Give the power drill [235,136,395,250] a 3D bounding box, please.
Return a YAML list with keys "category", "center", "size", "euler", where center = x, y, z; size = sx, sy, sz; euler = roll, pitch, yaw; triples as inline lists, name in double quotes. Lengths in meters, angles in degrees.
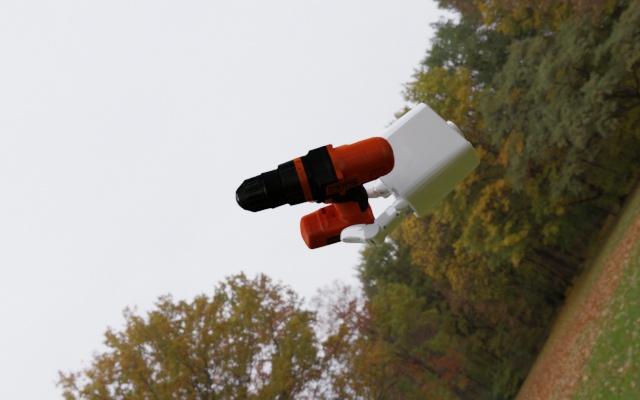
- category: "power drill"
  center: [0.000, 0.002, 0.599]
  size: [0.184, 0.057, 0.188]
  euler: [-16, -24, -2]
